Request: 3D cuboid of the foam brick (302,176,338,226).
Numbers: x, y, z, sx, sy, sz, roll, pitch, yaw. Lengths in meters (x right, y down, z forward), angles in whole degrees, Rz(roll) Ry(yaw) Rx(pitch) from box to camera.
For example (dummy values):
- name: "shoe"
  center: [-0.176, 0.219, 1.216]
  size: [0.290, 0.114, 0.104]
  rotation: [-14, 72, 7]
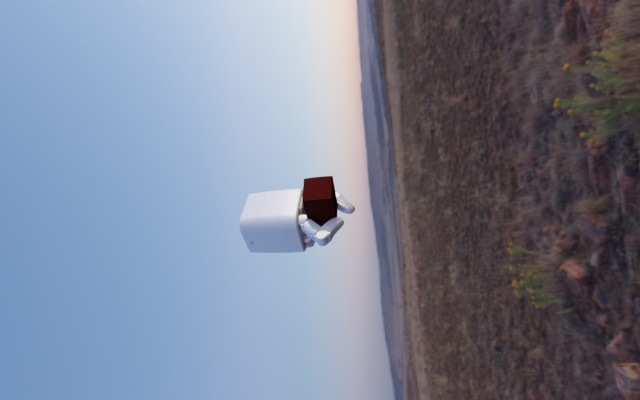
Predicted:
- name: "foam brick"
  center: [0.000, 0.002, 0.833]
  size: [0.051, 0.053, 0.078]
  rotation: [-3, -40, 8]
